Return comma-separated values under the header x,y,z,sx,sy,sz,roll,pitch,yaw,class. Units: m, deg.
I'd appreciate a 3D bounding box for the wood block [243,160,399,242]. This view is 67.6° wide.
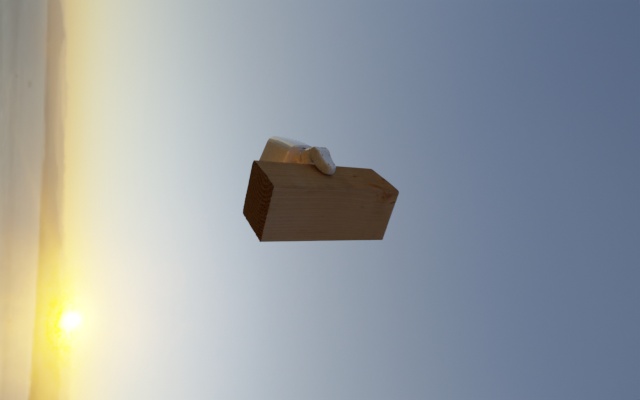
x,y,z,sx,sy,sz,roll,pitch,yaw,class
0.000,0.002,0.720,0.206,0.091,0.090,1,27,-29,wood block
